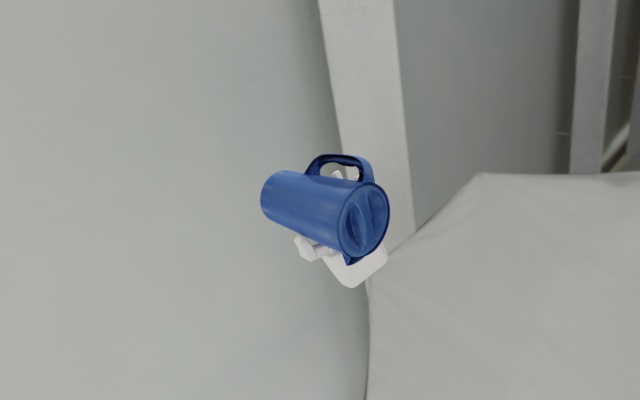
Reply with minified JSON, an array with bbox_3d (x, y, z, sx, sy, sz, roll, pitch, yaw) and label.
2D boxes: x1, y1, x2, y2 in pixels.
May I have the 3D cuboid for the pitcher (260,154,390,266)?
[{"bbox_3d":[0.000,0.003,0.884,0.243,0.149,0.145,16,-33,45],"label":"pitcher"}]
